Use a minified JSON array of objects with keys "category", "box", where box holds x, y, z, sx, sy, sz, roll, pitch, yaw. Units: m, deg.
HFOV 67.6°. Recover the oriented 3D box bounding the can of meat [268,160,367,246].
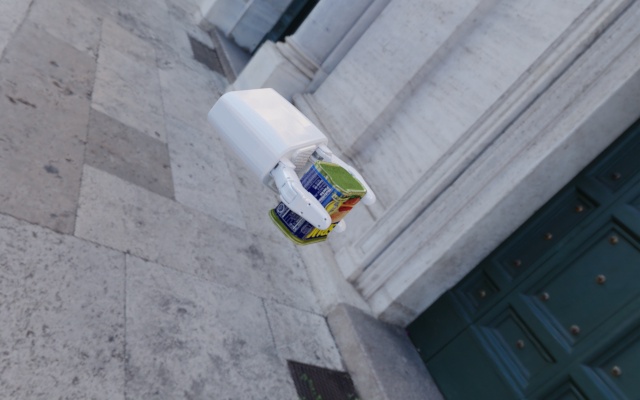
[{"category":"can of meat","box":[0.000,0.002,0.564,0.057,0.084,0.102,47,17,16]}]
